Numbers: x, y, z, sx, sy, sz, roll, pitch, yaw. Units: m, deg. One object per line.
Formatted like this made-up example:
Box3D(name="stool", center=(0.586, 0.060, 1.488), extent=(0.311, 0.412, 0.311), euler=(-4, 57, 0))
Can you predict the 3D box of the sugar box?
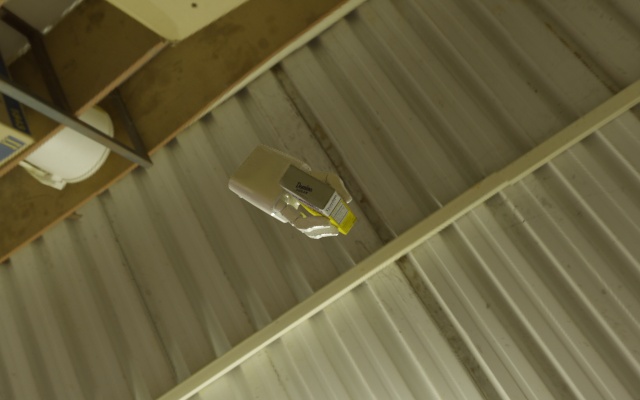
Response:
Box3D(name="sugar box", center=(0.000, 0.003, 0.830), extent=(0.093, 0.048, 0.176), euler=(31, -4, 23))
